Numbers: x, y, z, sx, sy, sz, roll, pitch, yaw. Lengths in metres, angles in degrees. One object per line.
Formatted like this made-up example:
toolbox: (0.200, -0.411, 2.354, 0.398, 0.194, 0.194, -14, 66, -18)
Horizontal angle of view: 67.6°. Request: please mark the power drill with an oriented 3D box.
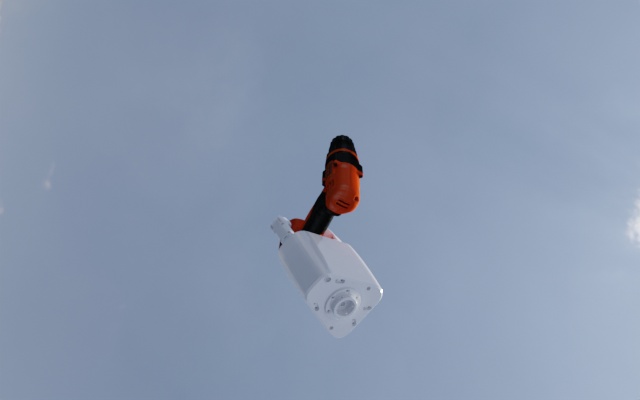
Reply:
power drill: (0.000, 0.003, 0.744, 0.057, 0.188, 0.184, 24, 31, -12)
